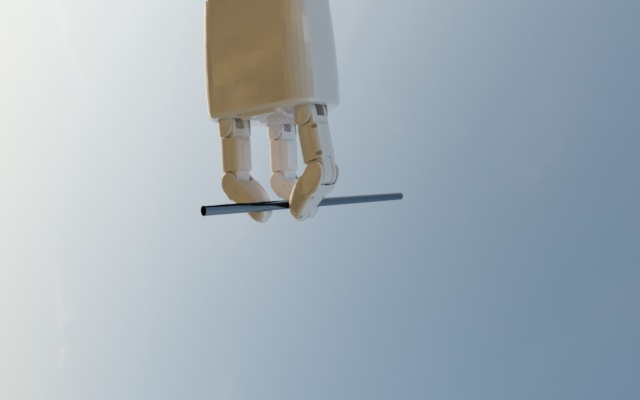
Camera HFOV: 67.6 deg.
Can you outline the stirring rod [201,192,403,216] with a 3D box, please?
[{"bbox_3d":[0.000,0.001,0.435,0.239,0.011,0.011,-4,3,-44],"label":"stirring rod"}]
